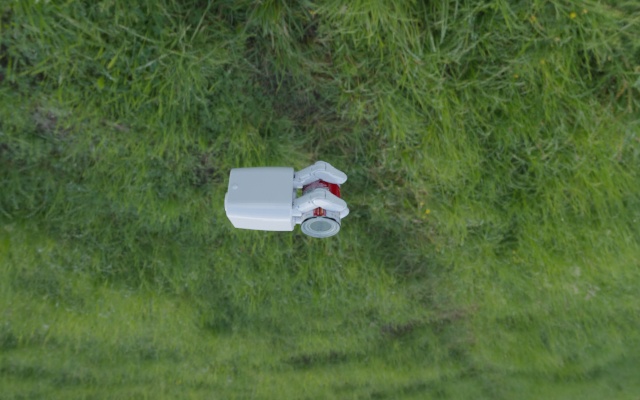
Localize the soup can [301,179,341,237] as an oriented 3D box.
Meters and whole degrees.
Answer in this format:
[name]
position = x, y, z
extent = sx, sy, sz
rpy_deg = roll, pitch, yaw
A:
[soup can]
position = 0.001, 0.003, 0.810
extent = 0.068, 0.102, 0.068
rpy_deg = 0, -33, 0
